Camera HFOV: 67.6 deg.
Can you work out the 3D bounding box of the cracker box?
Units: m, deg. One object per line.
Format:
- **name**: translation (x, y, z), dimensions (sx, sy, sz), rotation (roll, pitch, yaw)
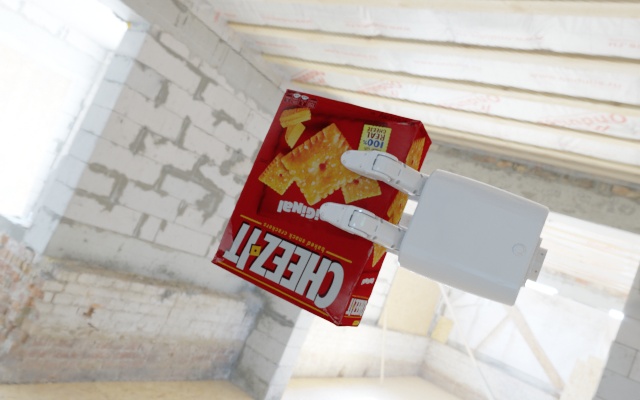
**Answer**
- **cracker box**: translation (0.000, 0.002, 0.509), dimensions (0.164, 0.213, 0.072), rotation (21, -6, 26)
